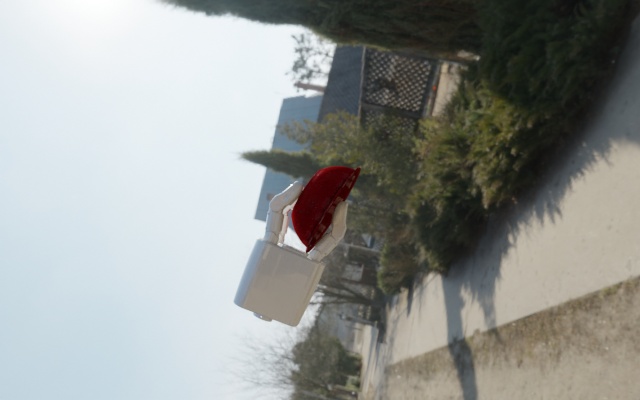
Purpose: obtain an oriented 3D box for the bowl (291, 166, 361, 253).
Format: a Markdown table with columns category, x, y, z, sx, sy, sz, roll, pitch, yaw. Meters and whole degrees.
| category | x | y | z | sx | sy | sz | roll | pitch | yaw |
| --- | --- | --- | --- | --- | --- | --- | --- | --- | --- |
| bowl | 0.000 | 0.001 | 0.767 | 0.055 | 0.162 | 0.162 | 33 | 5 | 7 |
